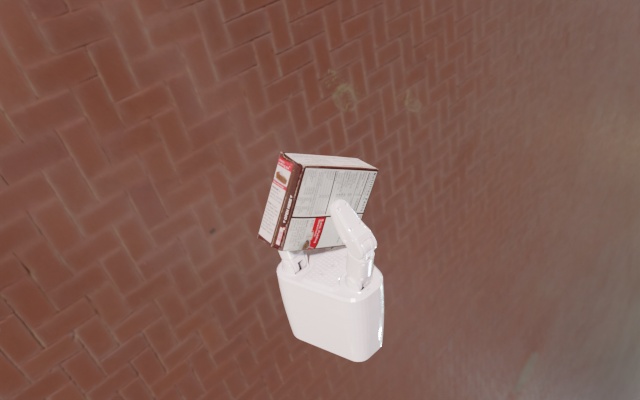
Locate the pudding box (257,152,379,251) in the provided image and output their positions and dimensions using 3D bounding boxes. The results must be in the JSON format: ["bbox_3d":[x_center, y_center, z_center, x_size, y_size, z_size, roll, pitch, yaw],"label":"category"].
[{"bbox_3d":[0.000,0.002,0.477,0.039,0.090,0.113,29,20,38],"label":"pudding box"}]
